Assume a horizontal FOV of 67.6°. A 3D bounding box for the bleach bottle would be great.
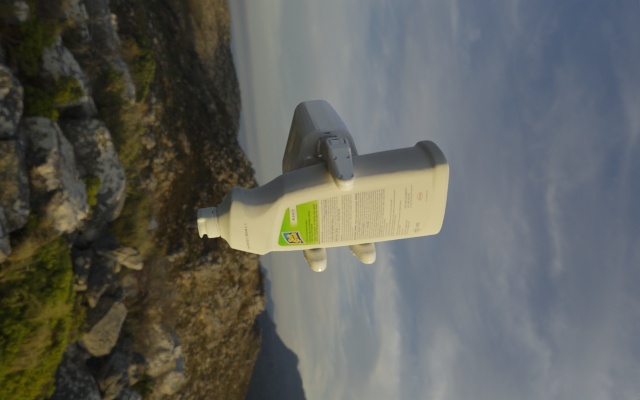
[{"bbox_3d":[0.000,0.002,0.496,0.251,0.103,0.068,-7,32,-7],"label":"bleach bottle"}]
